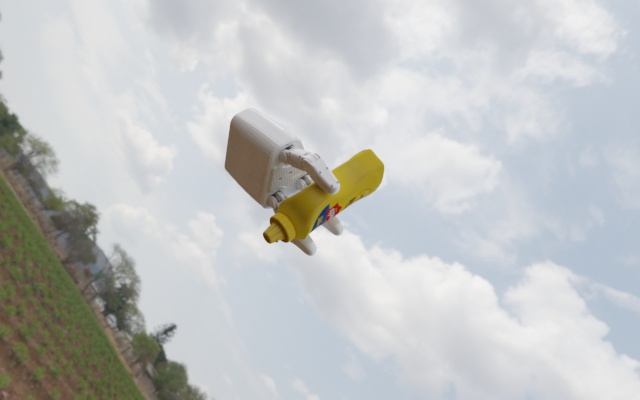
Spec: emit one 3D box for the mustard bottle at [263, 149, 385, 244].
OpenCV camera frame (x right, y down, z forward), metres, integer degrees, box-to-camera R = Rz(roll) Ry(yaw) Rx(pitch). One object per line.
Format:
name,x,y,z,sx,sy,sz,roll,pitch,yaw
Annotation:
mustard bottle,0.001,0.002,0.662,0.191,0.058,0.096,-33,-12,-28
